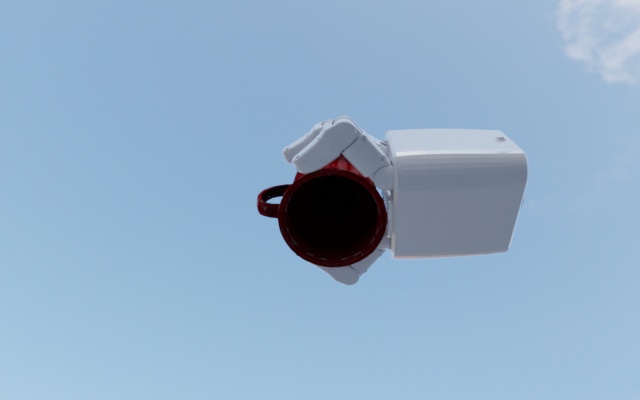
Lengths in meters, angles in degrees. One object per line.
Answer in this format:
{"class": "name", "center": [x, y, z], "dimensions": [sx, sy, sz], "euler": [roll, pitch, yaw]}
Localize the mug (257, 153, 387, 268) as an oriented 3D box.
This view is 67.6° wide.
{"class": "mug", "center": [-0.001, 0.001, 0.442], "dimensions": [0.117, 0.093, 0.081], "euler": [-1, 23, 4]}
